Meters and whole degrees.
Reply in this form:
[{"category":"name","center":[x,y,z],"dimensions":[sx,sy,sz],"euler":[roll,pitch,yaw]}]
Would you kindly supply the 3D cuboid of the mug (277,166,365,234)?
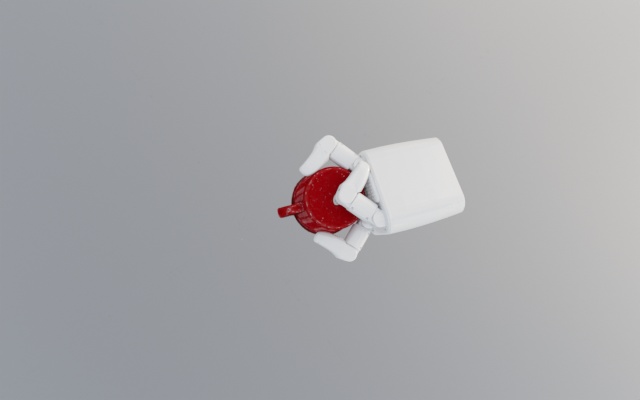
[{"category":"mug","center":[-0.001,0.002,0.635],"dimensions":[0.117,0.093,0.081],"euler":[-11,-3,-11]}]
